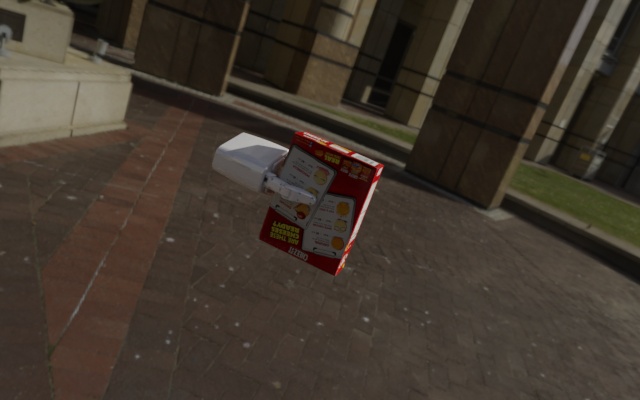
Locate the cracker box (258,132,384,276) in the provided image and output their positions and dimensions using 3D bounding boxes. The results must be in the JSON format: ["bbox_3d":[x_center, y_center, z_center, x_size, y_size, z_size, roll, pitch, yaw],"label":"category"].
[{"bbox_3d":[0.000,0.003,0.870,0.164,0.214,0.072,24,17,14],"label":"cracker box"}]
